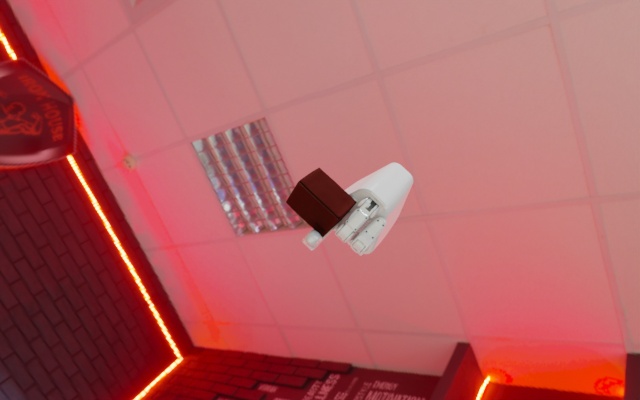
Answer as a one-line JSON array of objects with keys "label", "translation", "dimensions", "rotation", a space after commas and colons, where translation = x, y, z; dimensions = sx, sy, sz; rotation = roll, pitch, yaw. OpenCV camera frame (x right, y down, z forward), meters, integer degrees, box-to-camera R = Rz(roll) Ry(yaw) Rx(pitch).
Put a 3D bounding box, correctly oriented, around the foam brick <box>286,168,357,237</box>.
[{"label": "foam brick", "translation": [0.000, 0.002, 0.690], "dimensions": [0.051, 0.078, 0.053], "rotation": [-42, -7, -44]}]
